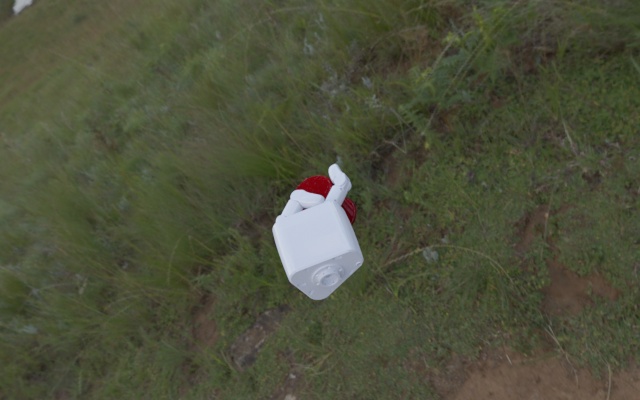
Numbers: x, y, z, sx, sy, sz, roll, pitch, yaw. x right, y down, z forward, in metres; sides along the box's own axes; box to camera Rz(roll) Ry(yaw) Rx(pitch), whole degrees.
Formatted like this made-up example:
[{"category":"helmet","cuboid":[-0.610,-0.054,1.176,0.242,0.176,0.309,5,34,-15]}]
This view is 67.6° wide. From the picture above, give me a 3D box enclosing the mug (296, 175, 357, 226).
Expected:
[{"category":"mug","cuboid":[0.000,0.002,0.832,0.093,0.117,0.081,-33,-46,10]}]
